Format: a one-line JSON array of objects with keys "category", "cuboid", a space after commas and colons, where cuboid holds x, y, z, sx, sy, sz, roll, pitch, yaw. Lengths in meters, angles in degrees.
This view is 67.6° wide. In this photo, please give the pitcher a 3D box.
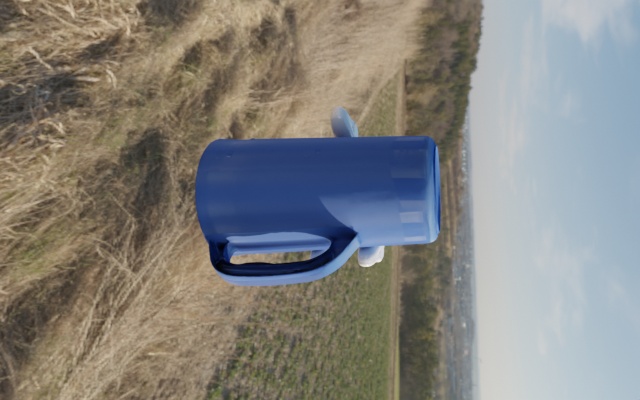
[{"category": "pitcher", "cuboid": [0.000, 0.002, 0.506, 0.243, 0.149, 0.145, -2, 7, 17]}]
